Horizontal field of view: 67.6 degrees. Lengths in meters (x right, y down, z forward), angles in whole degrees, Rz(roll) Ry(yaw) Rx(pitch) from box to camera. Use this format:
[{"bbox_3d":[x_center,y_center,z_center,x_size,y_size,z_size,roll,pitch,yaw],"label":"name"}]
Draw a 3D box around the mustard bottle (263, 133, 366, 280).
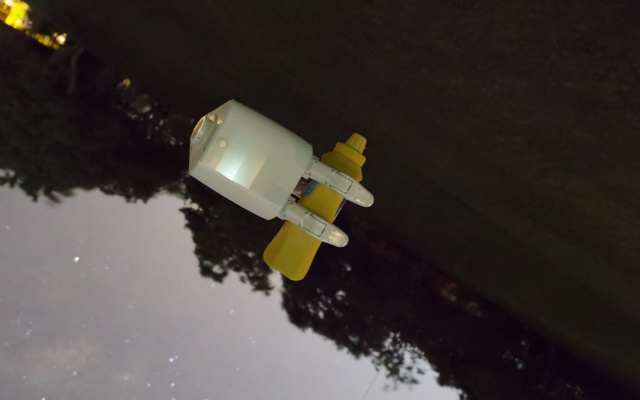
[{"bbox_3d":[0.000,0.002,0.593,0.058,0.191,0.096,31,0,-2],"label":"mustard bottle"}]
